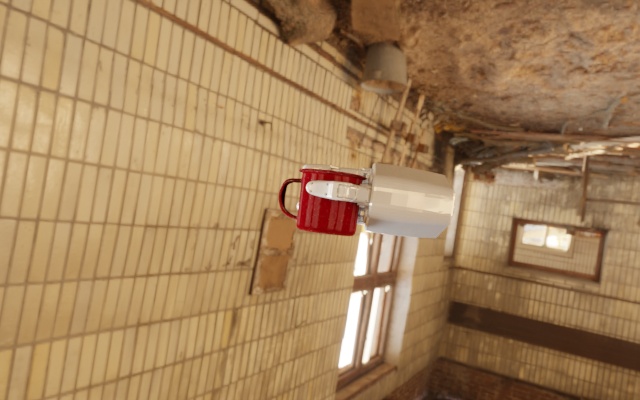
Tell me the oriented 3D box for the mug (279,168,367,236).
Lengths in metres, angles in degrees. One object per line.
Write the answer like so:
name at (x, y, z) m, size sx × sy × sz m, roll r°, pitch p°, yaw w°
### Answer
mug at (-0.001, 0.002, 0.649) m, size 0.117 × 0.081 × 0.093 m, roll 7°, pitch -1°, yaw 5°
